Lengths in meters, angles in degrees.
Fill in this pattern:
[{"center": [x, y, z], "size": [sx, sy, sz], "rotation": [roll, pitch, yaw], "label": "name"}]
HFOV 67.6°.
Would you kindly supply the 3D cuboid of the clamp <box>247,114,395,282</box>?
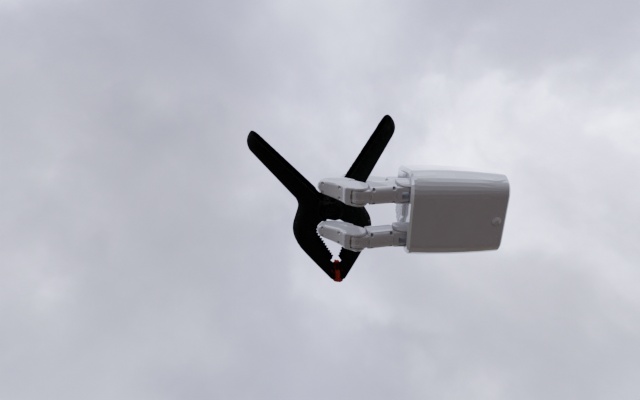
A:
[{"center": [0.000, 0.002, 0.567], "size": [0.164, 0.210, 0.036], "rotation": [0, 25, 1], "label": "clamp"}]
